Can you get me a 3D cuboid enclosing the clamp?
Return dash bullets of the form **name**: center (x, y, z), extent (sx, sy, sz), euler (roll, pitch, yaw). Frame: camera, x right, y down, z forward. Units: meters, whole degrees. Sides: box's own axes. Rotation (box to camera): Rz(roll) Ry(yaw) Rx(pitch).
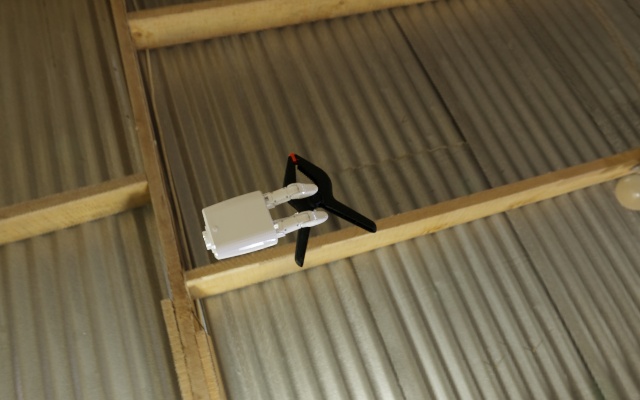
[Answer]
- **clamp**: center (0.000, 0.003, 0.883), extent (0.164, 0.210, 0.036), euler (-16, -18, -16)
